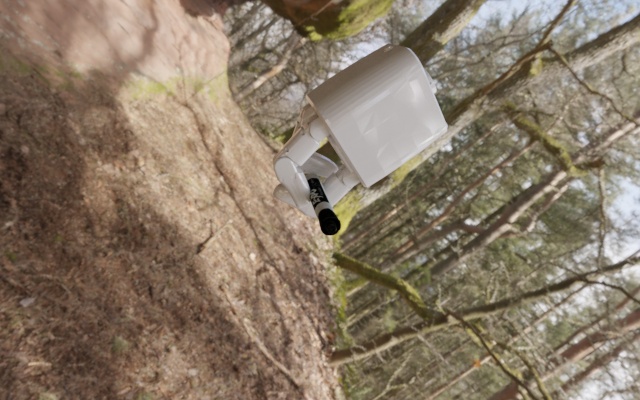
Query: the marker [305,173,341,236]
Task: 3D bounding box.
[{"bbox_3d":[0.000,0.002,0.469,0.020,0.020,0.121,0,23,-10],"label":"marker"}]
